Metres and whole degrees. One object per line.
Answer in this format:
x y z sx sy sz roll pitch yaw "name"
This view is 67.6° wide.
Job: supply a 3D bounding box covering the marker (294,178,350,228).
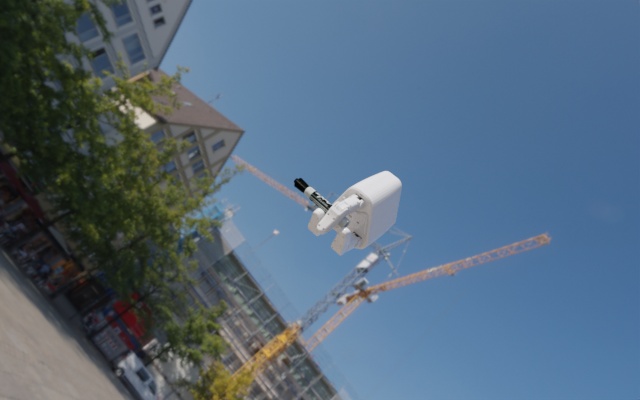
0.000 0.003 0.796 0.121 0.020 0.020 41 16 20 "marker"
